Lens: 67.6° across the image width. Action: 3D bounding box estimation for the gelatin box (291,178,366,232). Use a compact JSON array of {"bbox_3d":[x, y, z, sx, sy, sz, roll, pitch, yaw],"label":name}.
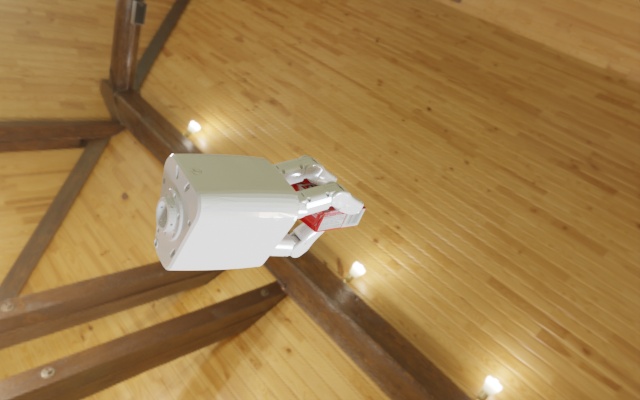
[{"bbox_3d":[0.000,0.002,0.564,0.073,0.030,0.089,39,24,29],"label":"gelatin box"}]
